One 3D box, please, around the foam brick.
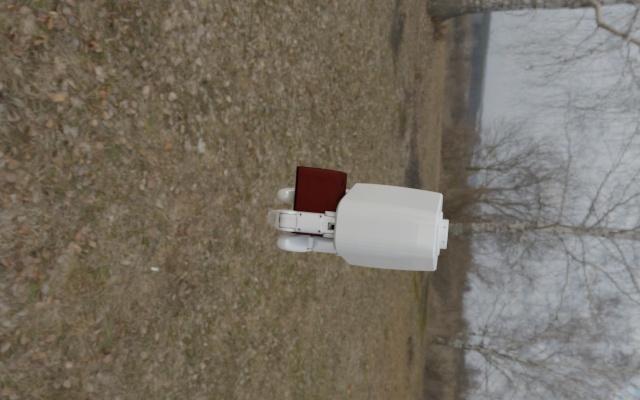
[{"bbox_3d":[0.000,0.002,0.559,0.051,0.078,0.053,5,1,14],"label":"foam brick"}]
